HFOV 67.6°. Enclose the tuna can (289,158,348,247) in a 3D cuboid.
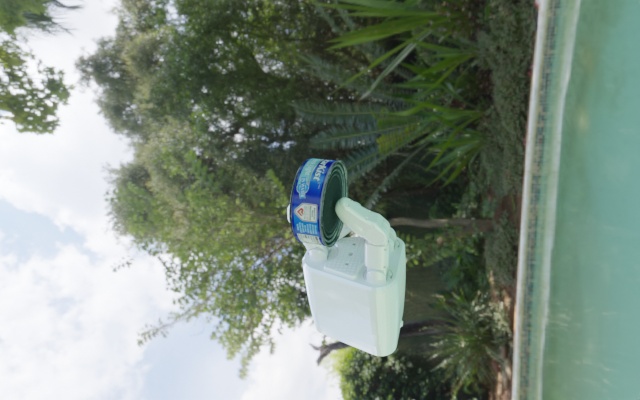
[{"bbox_3d":[0.000,0.001,0.471,0.034,0.086,0.086,7,2,18],"label":"tuna can"}]
